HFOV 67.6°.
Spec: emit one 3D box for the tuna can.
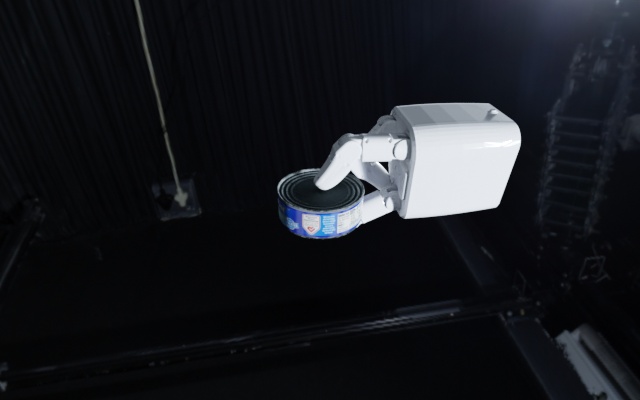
[{"bbox_3d":[0.000,0.002,0.477,0.086,0.034,0.086,1,31,0],"label":"tuna can"}]
